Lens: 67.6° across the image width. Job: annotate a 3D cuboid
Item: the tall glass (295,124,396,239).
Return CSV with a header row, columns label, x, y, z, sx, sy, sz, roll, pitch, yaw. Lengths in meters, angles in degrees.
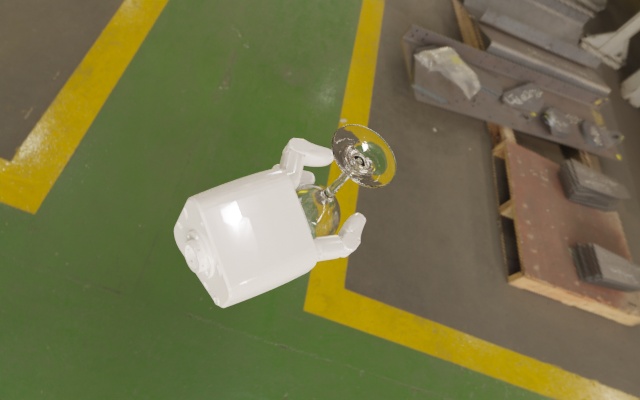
label,x,y,z,sx,sy,sz,roll,pitch,yaw
tall glass,0.001,0.001,0.548,0.079,0.079,0.201,0,-28,-30
